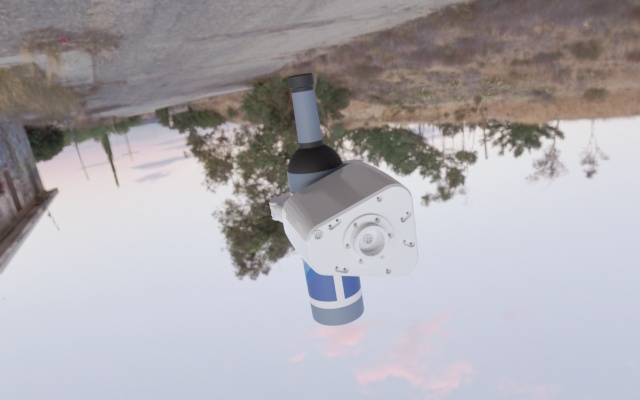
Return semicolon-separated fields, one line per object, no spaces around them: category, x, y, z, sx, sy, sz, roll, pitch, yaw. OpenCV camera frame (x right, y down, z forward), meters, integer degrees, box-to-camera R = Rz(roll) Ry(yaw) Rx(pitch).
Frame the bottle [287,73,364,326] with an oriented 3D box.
bottle;0.000;0.002;0.564;0.069;0.296;0.069;-8;16;2
